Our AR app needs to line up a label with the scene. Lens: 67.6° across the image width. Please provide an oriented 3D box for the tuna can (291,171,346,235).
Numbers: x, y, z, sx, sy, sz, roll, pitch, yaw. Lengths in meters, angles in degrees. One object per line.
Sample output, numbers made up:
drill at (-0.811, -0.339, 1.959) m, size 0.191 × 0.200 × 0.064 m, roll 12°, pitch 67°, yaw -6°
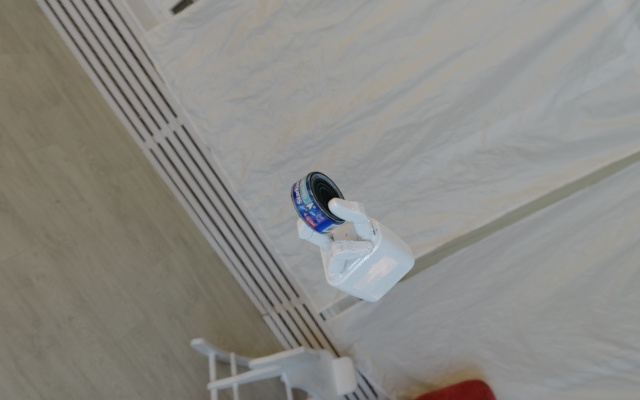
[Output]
tuna can at (0.000, 0.002, 0.670) m, size 0.034 × 0.086 × 0.086 m, roll -34°, pitch -18°, yaw 28°
